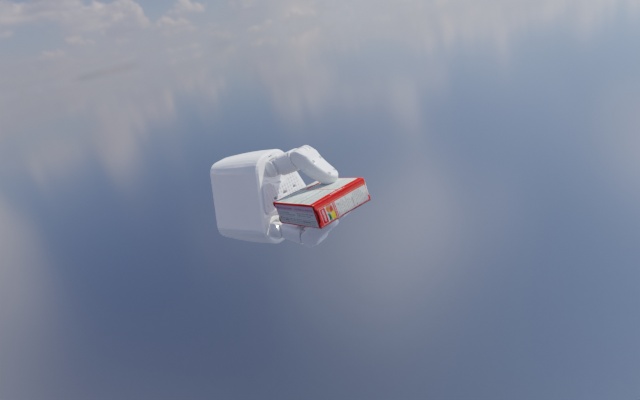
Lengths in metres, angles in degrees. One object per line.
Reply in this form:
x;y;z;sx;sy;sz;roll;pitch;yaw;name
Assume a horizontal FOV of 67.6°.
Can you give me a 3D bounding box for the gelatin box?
0.000;0.001;0.536;0.073;0.030;0.089;-28;16;-30;gelatin box
